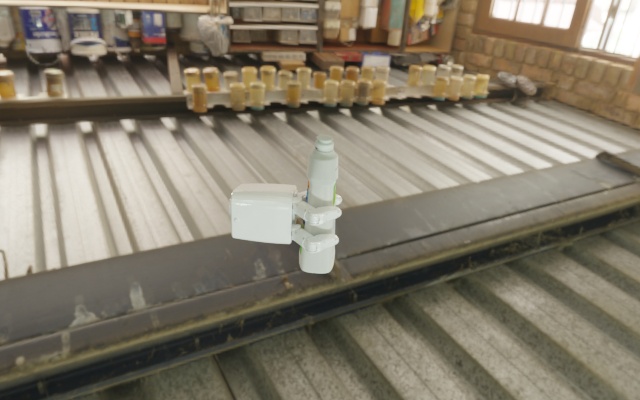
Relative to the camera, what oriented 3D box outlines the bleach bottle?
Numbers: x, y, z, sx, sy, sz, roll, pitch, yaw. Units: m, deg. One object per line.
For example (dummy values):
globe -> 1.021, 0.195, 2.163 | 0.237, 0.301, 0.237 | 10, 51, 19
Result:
bleach bottle -> 0.000, 0.003, 0.858 | 0.068, 0.251, 0.102 | 4, 27, 0
